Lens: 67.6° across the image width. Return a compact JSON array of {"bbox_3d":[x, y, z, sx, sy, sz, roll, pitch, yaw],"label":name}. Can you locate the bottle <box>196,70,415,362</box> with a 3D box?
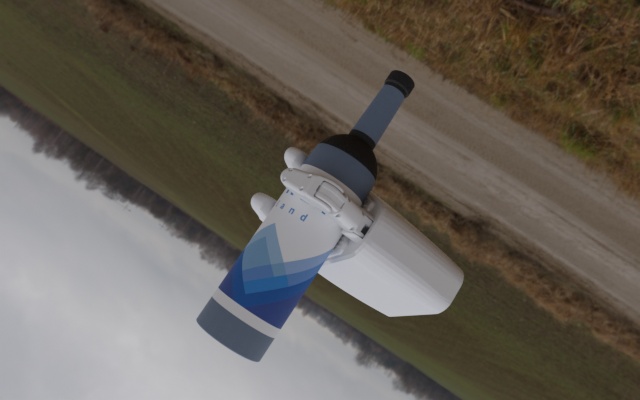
[{"bbox_3d":[0.000,0.002,0.441,0.069,0.295,0.069,33,-10,7],"label":"bottle"}]
